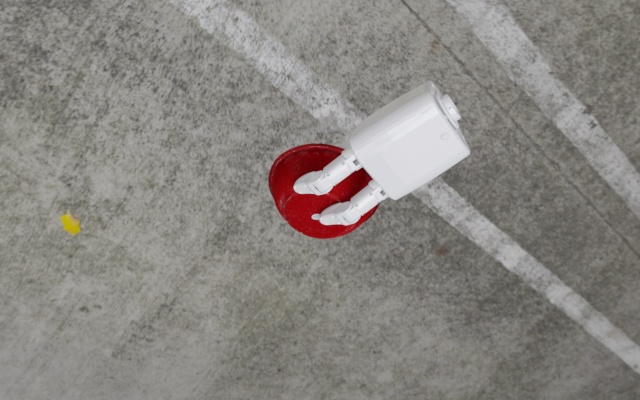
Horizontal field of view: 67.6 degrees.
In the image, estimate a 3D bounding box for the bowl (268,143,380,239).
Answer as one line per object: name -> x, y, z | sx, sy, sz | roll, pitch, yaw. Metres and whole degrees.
bowl -> -0.001, 0.003, 0.655 | 0.162, 0.162, 0.055 | 0, 43, 15
